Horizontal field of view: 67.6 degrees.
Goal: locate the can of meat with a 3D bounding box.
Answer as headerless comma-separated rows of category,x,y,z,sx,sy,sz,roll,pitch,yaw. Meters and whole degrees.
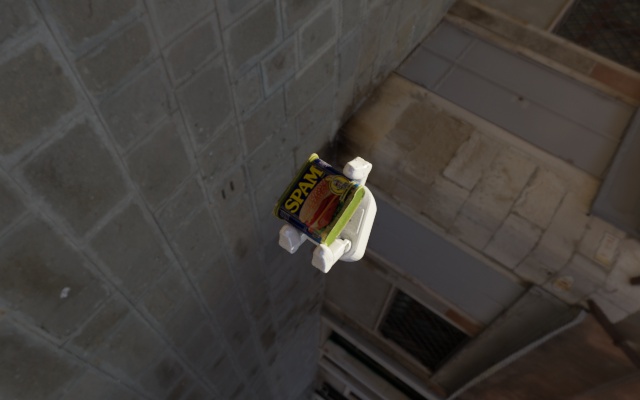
can of meat,0.000,0.002,0.648,0.084,0.102,0.057,33,-6,16
